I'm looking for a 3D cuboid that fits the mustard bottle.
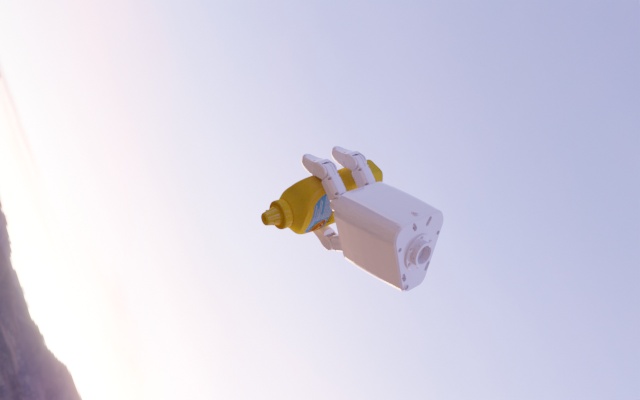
[{"bbox_3d":[0.000,0.002,0.685,0.191,0.058,0.096,-18,-34,-36],"label":"mustard bottle"}]
